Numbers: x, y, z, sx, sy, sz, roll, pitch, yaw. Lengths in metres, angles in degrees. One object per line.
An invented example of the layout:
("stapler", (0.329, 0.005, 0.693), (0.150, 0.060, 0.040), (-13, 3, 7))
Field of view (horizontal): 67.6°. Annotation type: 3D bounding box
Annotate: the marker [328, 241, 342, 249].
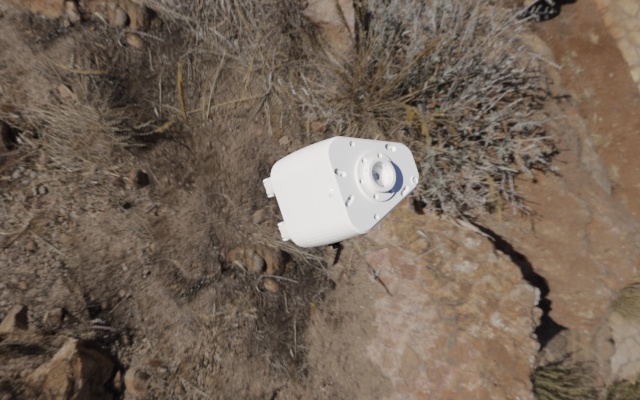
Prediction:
("marker", (0.000, 0.002, 0.589), (0.020, 0.121, 0.020), (-19, 1, 0))
